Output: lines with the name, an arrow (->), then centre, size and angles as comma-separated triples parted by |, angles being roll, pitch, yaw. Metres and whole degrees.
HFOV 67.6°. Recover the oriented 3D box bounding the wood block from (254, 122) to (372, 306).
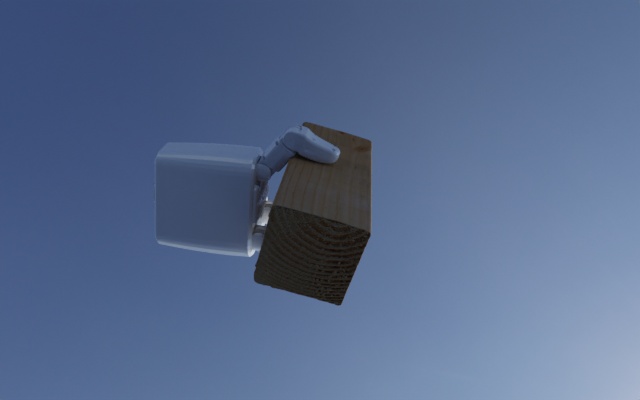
wood block -> 0.000, 0.001, 0.513 | 0.090, 0.091, 0.206 | 16, 30, -3
